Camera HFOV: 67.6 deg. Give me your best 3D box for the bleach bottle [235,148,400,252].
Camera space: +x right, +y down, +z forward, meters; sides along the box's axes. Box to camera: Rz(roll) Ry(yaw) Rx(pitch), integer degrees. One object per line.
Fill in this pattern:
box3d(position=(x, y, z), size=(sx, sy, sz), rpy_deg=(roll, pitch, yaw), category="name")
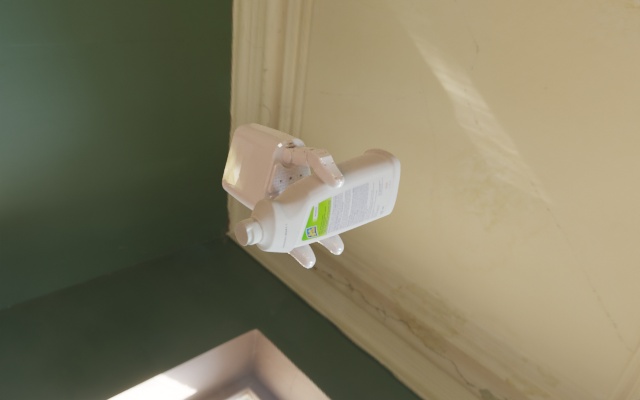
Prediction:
box3d(position=(0.000, 0.002, 0.633), size=(0.251, 0.103, 0.068), rpy_deg=(-18, 33, -40), category="bleach bottle")
